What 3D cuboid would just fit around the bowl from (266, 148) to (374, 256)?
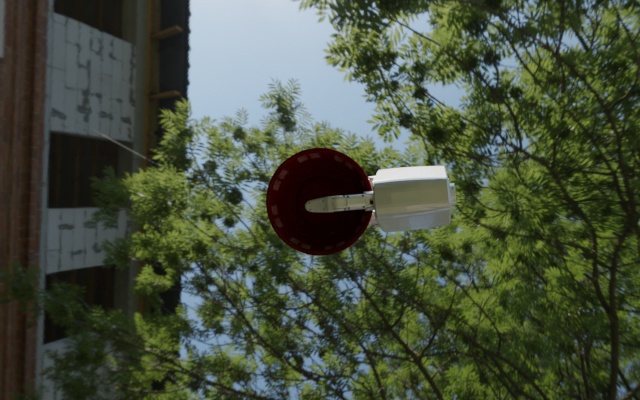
[{"bbox_3d":[-0.001,0.002,0.737,0.162,0.162,0.055,0,-2,5],"label":"bowl"}]
